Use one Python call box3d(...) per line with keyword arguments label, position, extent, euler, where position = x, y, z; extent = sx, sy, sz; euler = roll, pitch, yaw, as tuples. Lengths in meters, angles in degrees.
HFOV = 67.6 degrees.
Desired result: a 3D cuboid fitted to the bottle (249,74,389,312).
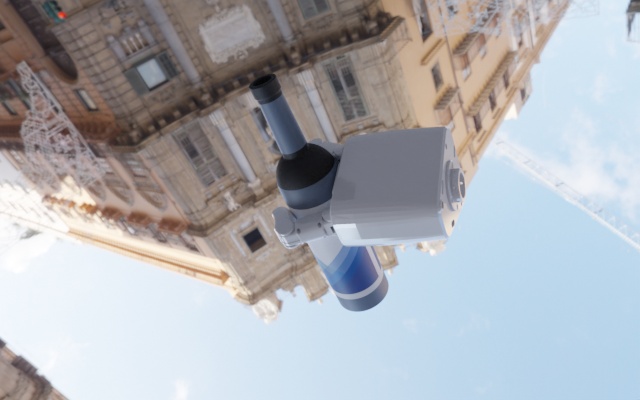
box3d(label="bottle", position=(0.000, 0.002, 0.516), extent=(0.069, 0.296, 0.069), euler=(-18, 34, 12))
